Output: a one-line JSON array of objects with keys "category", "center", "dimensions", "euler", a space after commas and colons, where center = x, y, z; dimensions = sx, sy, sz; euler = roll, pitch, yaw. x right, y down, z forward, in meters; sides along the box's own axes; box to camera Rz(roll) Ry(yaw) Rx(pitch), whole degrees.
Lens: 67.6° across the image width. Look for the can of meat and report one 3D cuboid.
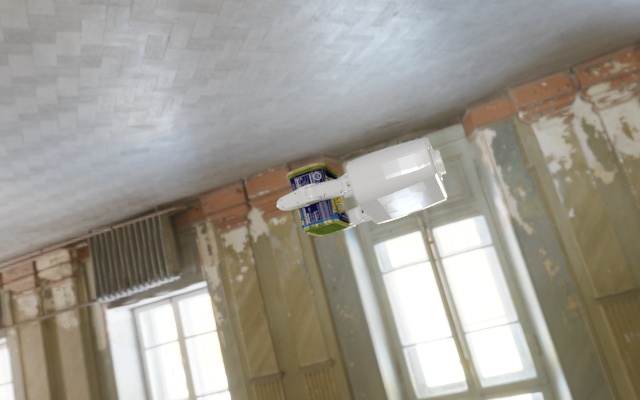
[{"category": "can of meat", "center": [0.000, 0.003, 0.673], "dimensions": [0.057, 0.084, 0.102], "euler": [-18, -13, 13]}]
